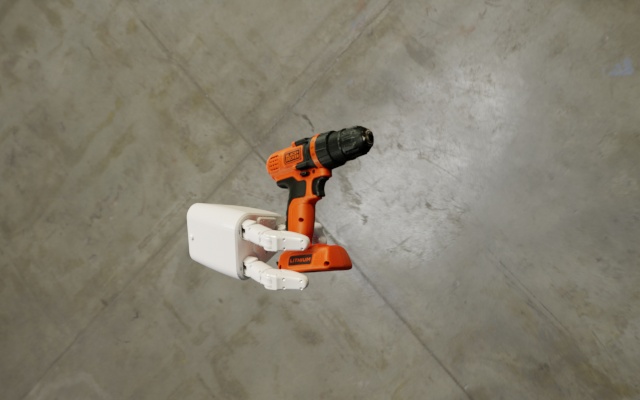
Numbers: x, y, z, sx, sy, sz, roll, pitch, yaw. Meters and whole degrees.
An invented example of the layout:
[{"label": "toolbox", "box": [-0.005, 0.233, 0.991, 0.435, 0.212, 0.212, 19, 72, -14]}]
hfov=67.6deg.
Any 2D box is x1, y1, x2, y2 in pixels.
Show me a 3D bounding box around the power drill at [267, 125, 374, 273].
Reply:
[{"label": "power drill", "box": [0.000, 0.003, 0.647, 0.057, 0.187, 0.184, 11, -18, -44]}]
